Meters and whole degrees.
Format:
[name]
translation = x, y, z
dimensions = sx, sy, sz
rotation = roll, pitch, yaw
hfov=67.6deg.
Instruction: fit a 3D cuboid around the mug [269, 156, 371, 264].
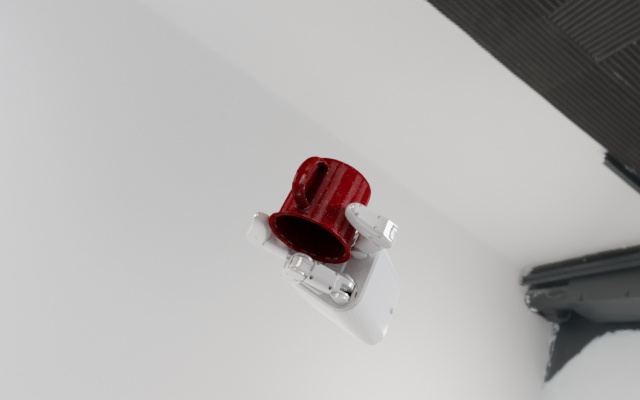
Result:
[mug]
translation = 0.000, 0.001, 0.500
dimensions = 0.093, 0.081, 0.117
rotation = 10, -33, 29
